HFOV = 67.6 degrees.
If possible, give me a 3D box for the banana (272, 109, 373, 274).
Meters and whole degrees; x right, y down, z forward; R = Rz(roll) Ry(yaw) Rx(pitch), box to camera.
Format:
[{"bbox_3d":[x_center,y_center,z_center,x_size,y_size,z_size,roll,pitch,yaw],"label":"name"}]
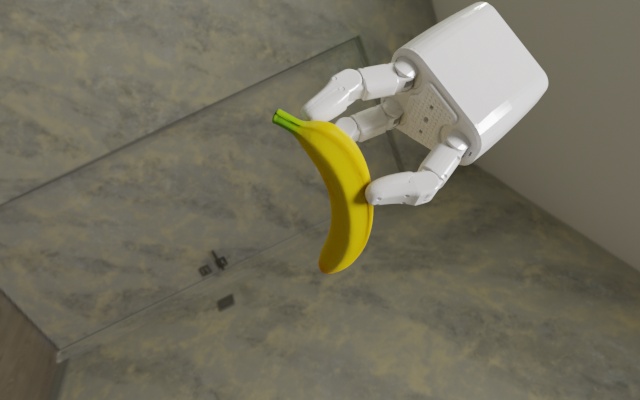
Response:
[{"bbox_3d":[0.015,0.003,0.426,0.069,0.198,0.037,14,48,29],"label":"banana"}]
